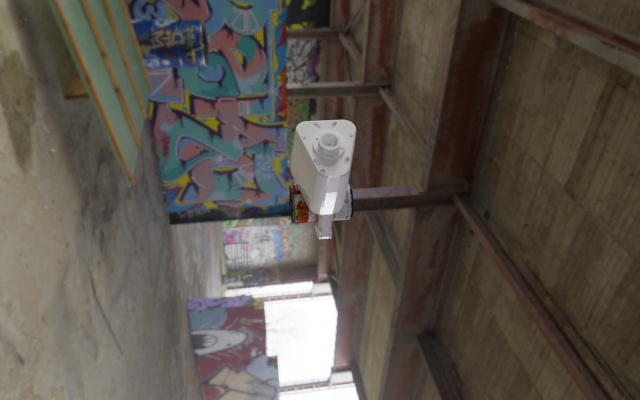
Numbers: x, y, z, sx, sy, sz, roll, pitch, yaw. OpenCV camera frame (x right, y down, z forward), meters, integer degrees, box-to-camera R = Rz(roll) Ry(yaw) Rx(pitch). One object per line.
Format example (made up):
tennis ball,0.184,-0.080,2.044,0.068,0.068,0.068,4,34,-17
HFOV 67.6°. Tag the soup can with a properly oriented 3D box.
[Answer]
soup can,0.000,0.003,0.816,0.102,0.068,0.068,-4,0,-8
